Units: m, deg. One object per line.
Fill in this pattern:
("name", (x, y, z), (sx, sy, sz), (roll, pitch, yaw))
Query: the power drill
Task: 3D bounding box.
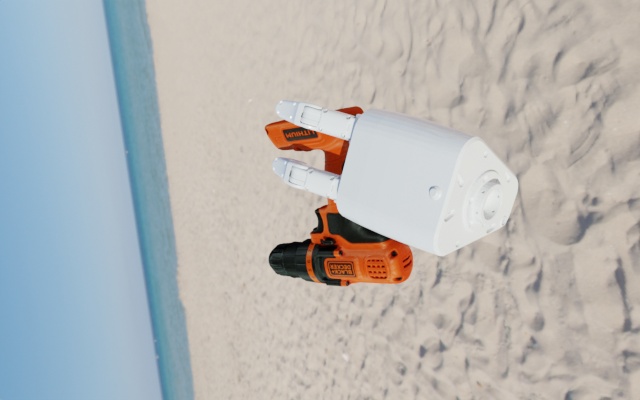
("power drill", (0.000, 0.001, 0.515), (0.184, 0.188, 0.057), (-5, 16, 36))
